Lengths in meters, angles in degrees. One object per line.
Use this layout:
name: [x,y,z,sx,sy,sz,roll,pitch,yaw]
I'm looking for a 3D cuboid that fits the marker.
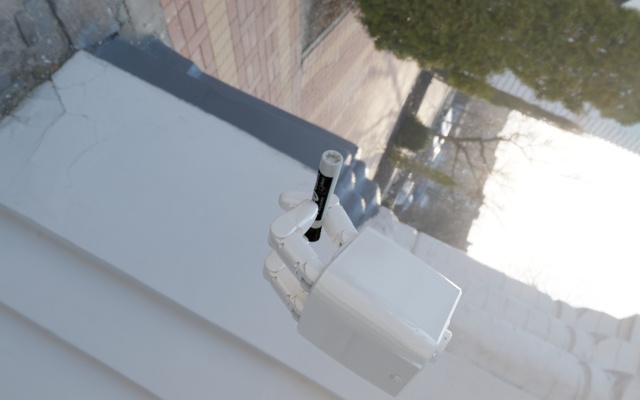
marker: [0.000,0.001,0.454,0.020,0.020,0.121,0,-40,-13]
